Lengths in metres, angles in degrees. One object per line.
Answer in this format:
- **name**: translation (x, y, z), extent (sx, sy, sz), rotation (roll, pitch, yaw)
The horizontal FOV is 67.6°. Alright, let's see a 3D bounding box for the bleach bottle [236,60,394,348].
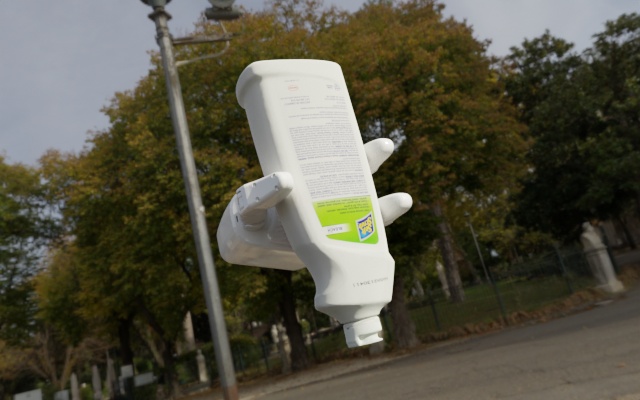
- **bleach bottle**: translation (0.000, 0.001, 0.420), extent (0.102, 0.250, 0.068), rotation (-8, -16, -23)
